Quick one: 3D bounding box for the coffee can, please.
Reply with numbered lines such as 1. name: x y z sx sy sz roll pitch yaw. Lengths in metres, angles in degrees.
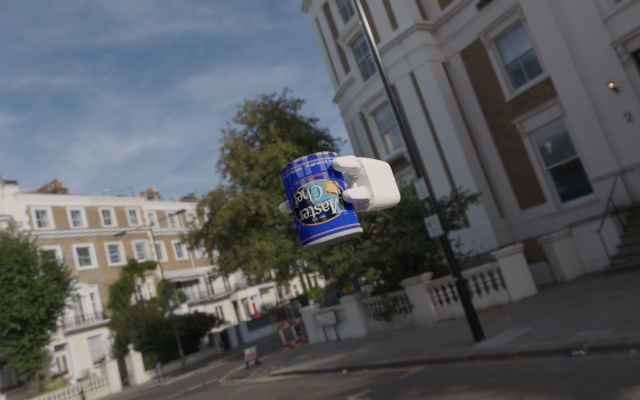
1. coffee can: 0.000 0.003 0.796 0.103 0.140 0.103 -17 -10 -3
